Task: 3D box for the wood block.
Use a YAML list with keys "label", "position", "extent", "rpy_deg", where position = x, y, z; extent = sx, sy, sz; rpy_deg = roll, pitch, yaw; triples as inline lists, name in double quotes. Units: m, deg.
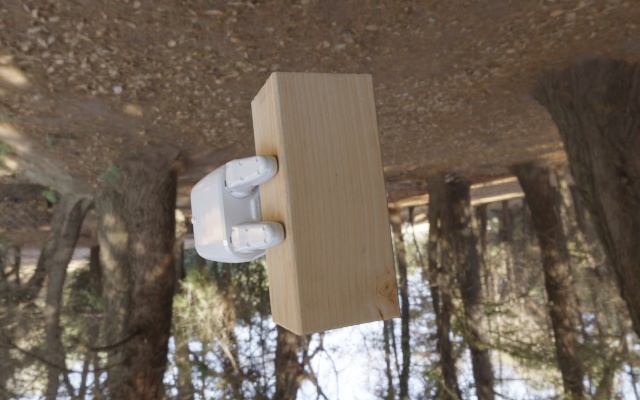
- label: "wood block"
  position: [0.000, 0.002, 0.423]
  extent: [0.091, 0.206, 0.090]
  rpy_deg: [-5, -5, -21]
